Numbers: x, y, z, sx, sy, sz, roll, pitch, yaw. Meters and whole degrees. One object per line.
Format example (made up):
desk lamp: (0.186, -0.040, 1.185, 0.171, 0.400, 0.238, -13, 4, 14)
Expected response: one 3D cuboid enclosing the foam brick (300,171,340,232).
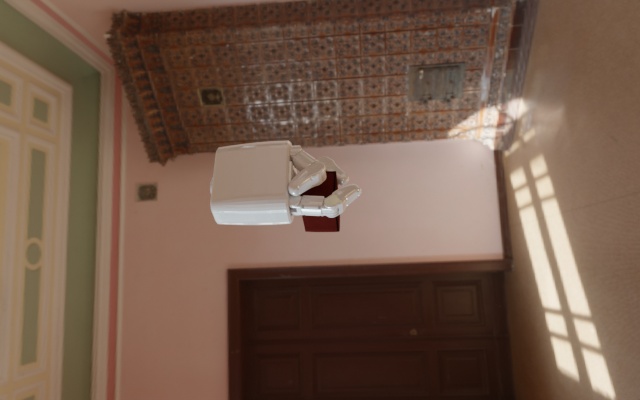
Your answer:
foam brick: (0.000, 0.003, 0.691, 0.051, 0.053, 0.078, -3, -44, 6)
